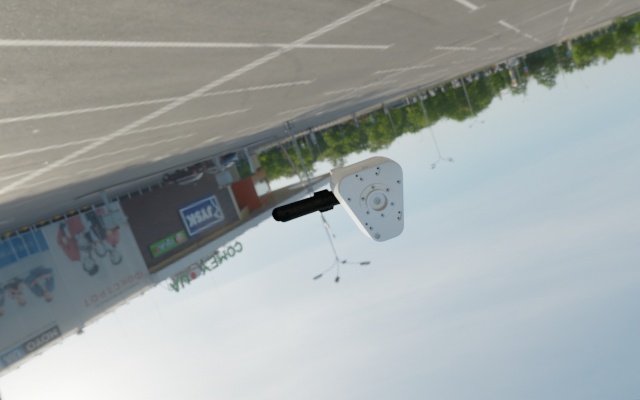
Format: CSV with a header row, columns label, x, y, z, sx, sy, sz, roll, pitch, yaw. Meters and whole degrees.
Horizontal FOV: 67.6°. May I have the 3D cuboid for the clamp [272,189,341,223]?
label,x,y,z,sx,sy,sz,roll,pitch,yaw
clamp,0.000,0.003,0.769,0.171,0.039,0.120,-20,7,-1
